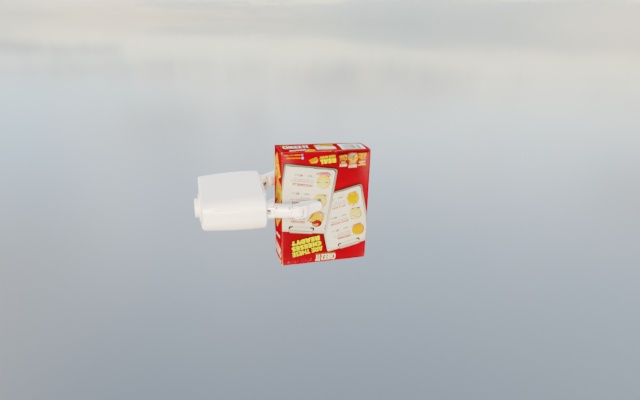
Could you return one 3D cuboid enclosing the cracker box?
[{"bbox_3d":[0.000,0.003,0.881,0.164,0.214,0.072,-4,21,-15],"label":"cracker box"}]
